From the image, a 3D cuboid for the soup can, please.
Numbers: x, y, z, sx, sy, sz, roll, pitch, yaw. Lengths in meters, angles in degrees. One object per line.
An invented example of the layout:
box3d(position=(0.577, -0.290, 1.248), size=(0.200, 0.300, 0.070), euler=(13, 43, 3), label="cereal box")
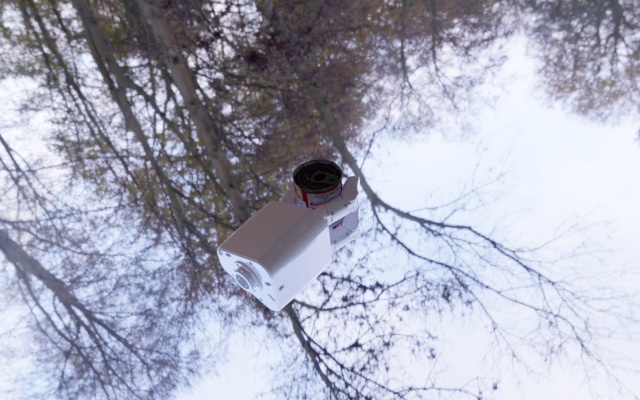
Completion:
box3d(position=(0.000, 0.002, 0.682), size=(0.068, 0.102, 0.068), euler=(-4, 41, 3), label="soup can")
